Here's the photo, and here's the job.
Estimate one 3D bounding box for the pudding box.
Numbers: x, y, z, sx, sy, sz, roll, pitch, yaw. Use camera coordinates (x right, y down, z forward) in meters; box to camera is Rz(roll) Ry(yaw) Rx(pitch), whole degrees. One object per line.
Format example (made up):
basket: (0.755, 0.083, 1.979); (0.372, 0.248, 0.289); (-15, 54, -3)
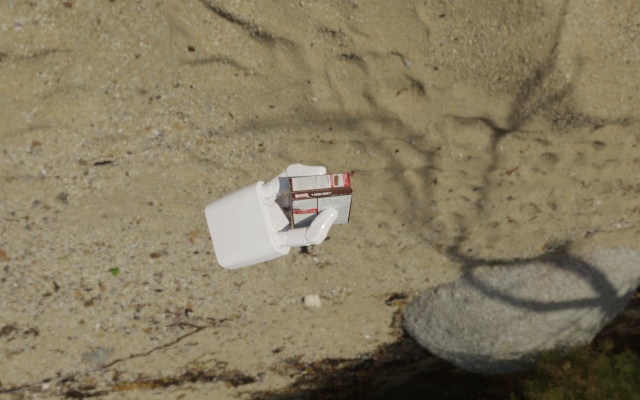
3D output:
pudding box: (0.000, 0.002, 0.713); (0.090, 0.039, 0.113); (-6, -23, -4)
